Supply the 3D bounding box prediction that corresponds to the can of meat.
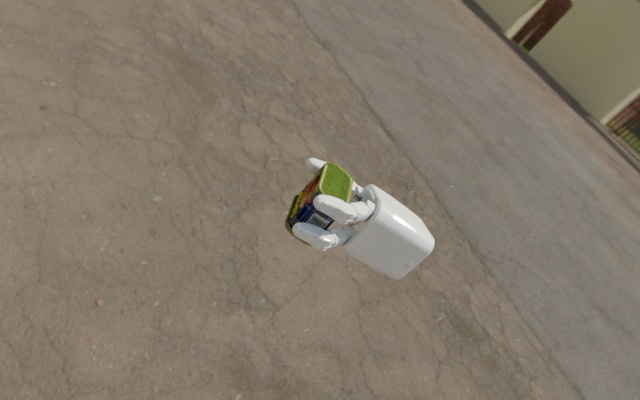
[{"bbox_3d":[0.000,0.002,0.693,0.057,0.084,0.102,34,32,-12],"label":"can of meat"}]
